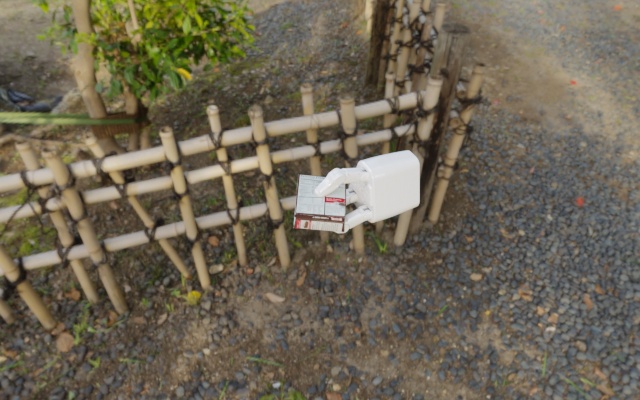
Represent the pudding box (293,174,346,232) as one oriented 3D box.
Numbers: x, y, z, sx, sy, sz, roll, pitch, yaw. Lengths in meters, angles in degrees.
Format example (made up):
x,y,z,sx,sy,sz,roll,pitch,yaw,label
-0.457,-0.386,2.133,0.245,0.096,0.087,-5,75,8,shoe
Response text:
x,y,z,sx,sy,sz,roll,pitch,yaw,label
0.000,0.003,0.850,0.090,0.039,0.113,4,40,-1,pudding box
